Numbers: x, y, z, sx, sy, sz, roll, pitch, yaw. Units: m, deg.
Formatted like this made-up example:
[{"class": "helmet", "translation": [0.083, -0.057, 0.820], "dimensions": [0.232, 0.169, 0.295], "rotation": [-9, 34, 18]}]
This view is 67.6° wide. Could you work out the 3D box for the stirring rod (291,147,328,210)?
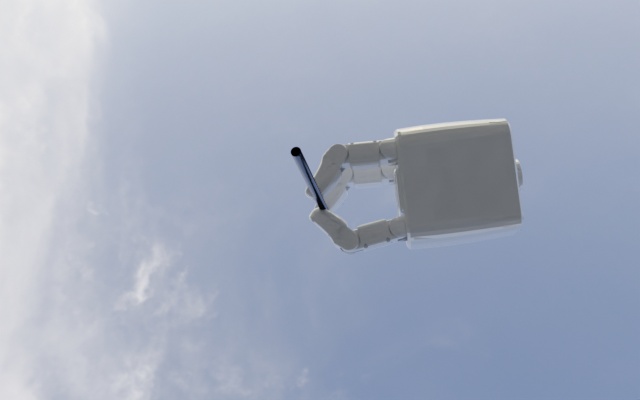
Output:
[{"class": "stirring rod", "translation": [0.000, 0.002, 0.462], "dimensions": [0.011, 0.011, 0.240], "rotation": [0, -18, 9]}]
